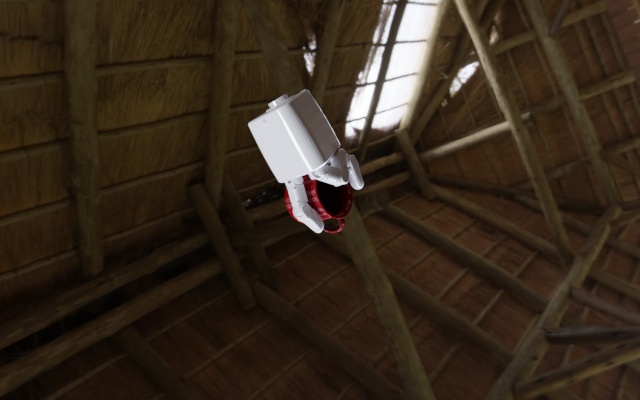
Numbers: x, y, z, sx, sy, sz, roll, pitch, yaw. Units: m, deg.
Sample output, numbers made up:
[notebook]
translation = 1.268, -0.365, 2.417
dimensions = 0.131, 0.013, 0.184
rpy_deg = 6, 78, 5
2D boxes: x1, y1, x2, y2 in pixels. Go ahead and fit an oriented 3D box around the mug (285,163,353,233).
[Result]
[mug]
translation = 0.001, 0.004, 0.807
dimensions = 0.081, 0.117, 0.093
rpy_deg = -16, 19, 41
